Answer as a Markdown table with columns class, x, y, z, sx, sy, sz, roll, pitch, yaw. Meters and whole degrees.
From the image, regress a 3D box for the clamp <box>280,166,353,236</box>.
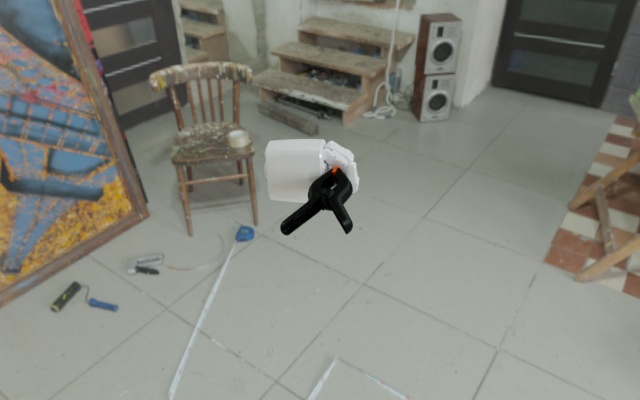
| class | x | y | z | sx | sy | sz | roll | pitch | yaw |
| --- | --- | --- | --- | --- | --- | --- | --- | --- | --- |
| clamp | 0.000 | 0.002 | 0.805 | 0.120 | 0.039 | 0.171 | -3 | 34 | 11 |
